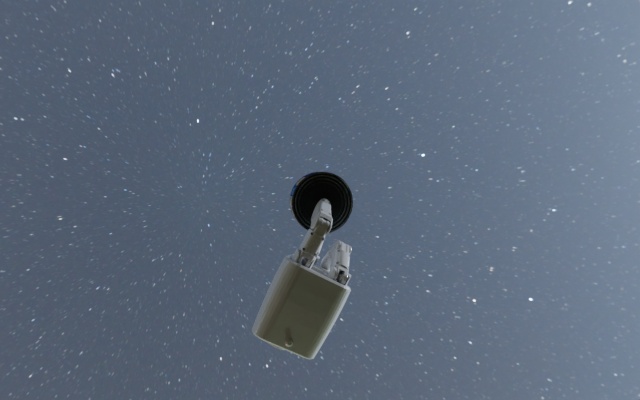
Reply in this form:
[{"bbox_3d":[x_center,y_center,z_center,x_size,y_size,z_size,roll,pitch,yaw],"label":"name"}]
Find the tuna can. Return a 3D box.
[{"bbox_3d":[0.000,0.002,0.670,0.086,0.086,0.034,0,5,-11],"label":"tuna can"}]
